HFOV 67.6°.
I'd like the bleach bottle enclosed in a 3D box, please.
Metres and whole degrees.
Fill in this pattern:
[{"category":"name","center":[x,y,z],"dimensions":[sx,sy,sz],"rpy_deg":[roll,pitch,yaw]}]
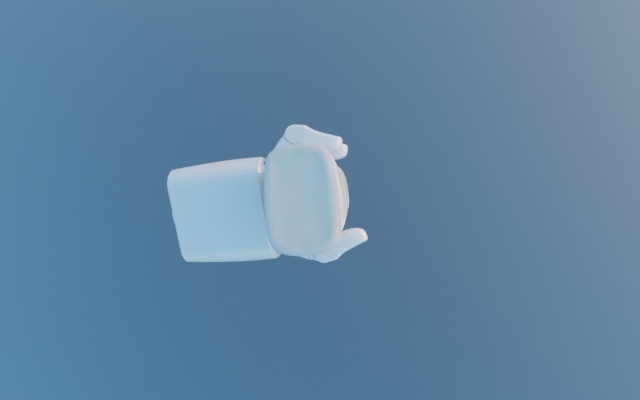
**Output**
[{"category":"bleach bottle","center":[0.000,0.002,0.536],"dimensions":[0.068,0.102,0.251],"rpy_deg":[-5,-3,8]}]
